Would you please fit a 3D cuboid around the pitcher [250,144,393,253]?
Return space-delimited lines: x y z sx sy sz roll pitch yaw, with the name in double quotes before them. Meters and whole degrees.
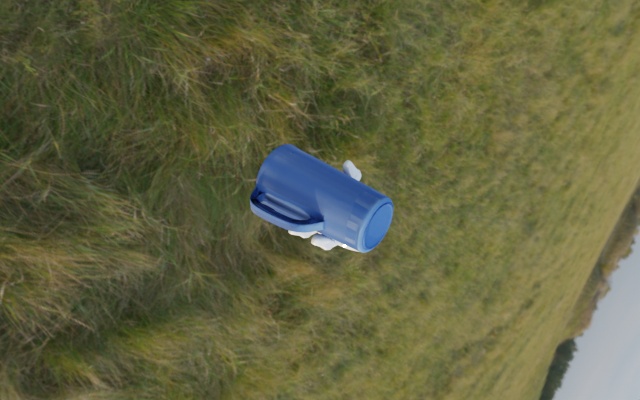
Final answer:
"pitcher" 0.000 0.003 0.876 0.242 0.149 0.145 27 -1 30
